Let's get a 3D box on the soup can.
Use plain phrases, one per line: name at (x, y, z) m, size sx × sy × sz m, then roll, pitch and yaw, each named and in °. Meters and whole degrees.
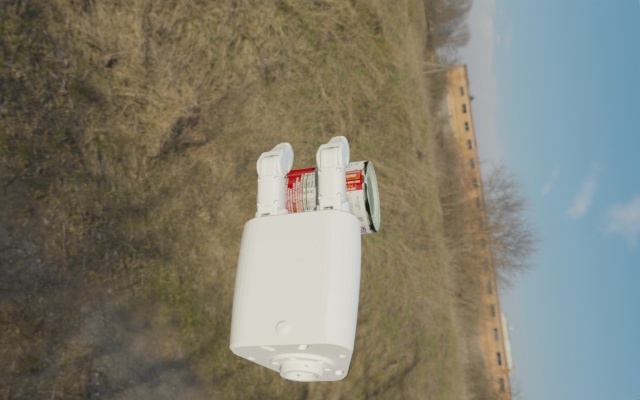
soup can at (0.000, 0.001, 0.448) m, size 0.102 × 0.068 × 0.068 m, roll -6°, pitch -2°, yaw 15°
